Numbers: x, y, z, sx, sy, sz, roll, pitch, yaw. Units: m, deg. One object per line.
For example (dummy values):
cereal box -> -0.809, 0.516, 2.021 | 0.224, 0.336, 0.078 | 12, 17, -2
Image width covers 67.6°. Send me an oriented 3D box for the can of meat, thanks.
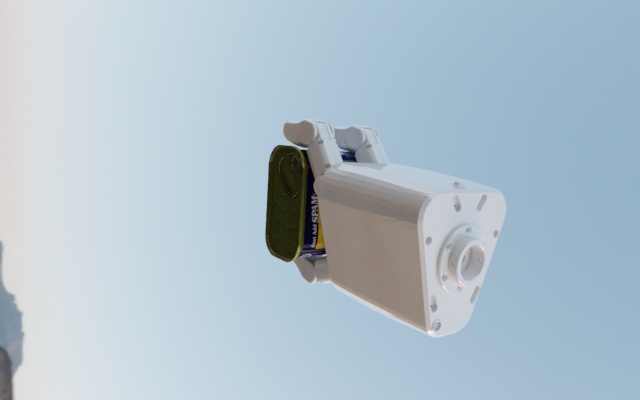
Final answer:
can of meat -> 0.000, 0.002, 0.444 | 0.084, 0.102, 0.057 | -2, 8, -36
